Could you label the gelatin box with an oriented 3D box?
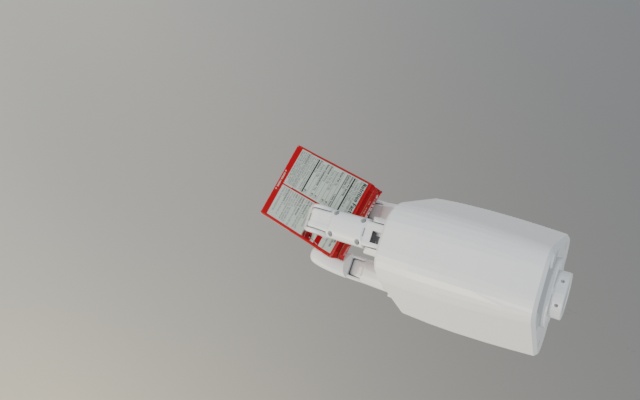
[{"bbox_3d":[0.000,0.001,0.434,0.089,0.073,0.030,30,2,28],"label":"gelatin box"}]
